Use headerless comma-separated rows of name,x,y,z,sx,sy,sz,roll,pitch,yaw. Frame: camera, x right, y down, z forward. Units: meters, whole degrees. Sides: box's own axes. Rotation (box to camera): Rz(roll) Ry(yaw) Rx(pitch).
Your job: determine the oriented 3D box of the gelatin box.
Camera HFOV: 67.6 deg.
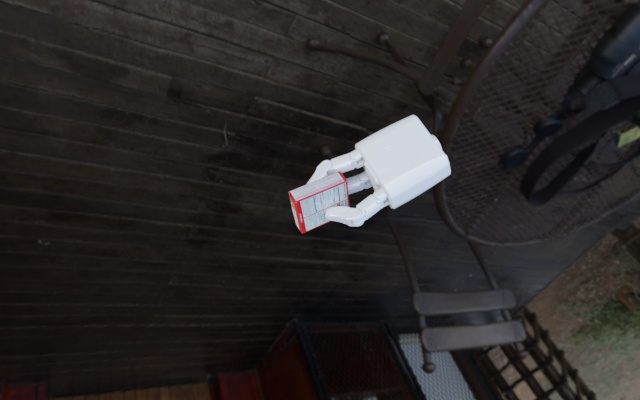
gelatin box,0.000,0.003,0.738,0.089,0.073,0.030,-24,48,-13
